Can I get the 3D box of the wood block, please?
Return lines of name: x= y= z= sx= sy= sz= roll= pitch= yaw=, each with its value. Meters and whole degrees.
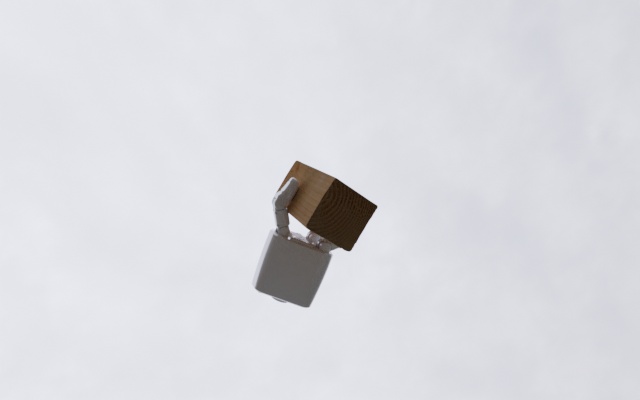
wood block: x=0.000 y=0.003 z=0.824 sx=0.091 sy=0.090 sz=0.206 roll=32 pitch=0 yaw=-24
